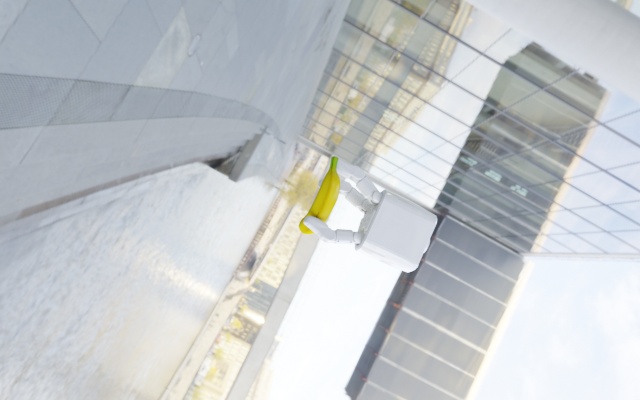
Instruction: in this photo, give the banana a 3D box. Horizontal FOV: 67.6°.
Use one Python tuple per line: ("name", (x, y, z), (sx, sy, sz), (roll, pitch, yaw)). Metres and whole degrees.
("banana", (-0.002, 0.014, 0.842), (0.037, 0.069, 0.198), (21, -45, -8))
